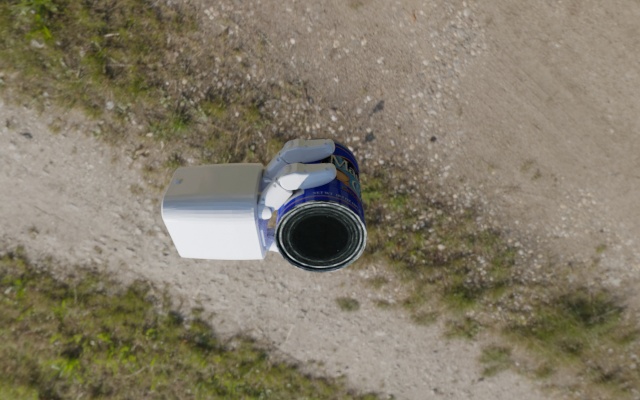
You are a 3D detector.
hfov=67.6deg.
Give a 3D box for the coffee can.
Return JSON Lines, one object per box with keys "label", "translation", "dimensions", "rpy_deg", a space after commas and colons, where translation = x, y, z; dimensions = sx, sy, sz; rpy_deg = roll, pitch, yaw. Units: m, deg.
{"label": "coffee can", "translation": [0.000, 0.002, 0.579], "dimensions": [0.103, 0.103, 0.140], "rpy_deg": [0, 35, 0]}
